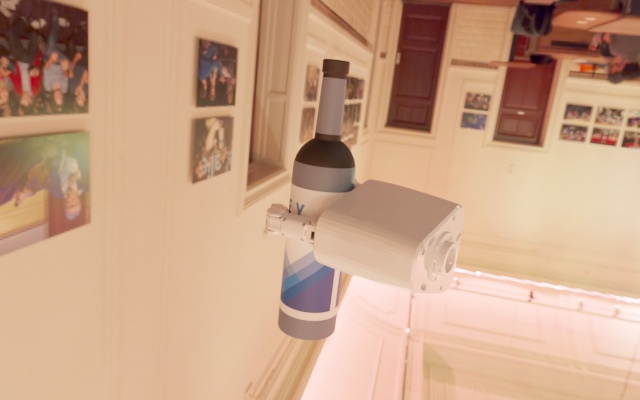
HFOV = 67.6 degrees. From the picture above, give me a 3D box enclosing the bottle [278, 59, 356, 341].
[{"bbox_3d":[0.000,0.002,0.513,0.069,0.296,0.069,6,14,-1],"label":"bottle"}]
